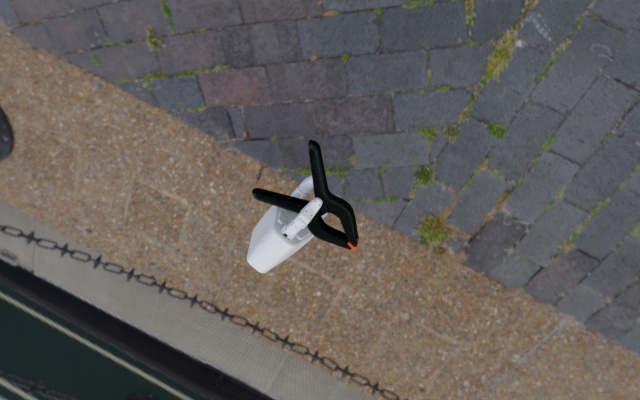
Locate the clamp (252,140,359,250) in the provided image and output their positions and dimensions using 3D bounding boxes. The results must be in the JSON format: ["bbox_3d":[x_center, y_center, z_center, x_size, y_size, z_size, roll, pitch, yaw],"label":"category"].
[{"bbox_3d":[0.000,0.004,0.849,0.165,0.210,0.036,-45,8,31],"label":"clamp"}]
